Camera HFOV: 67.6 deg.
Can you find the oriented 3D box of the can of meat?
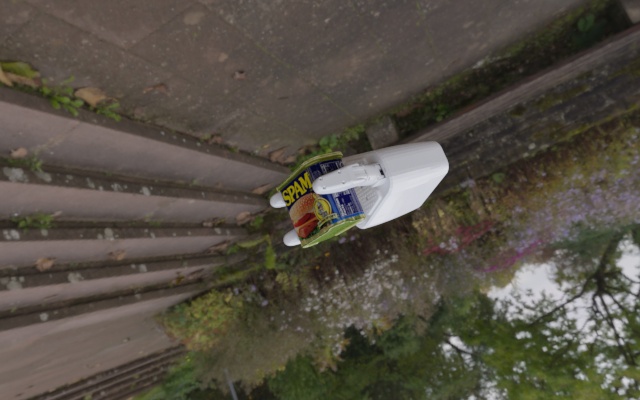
[{"bbox_3d":[0.000,0.002,0.577,0.057,0.084,0.102,-15,-13,-36],"label":"can of meat"}]
